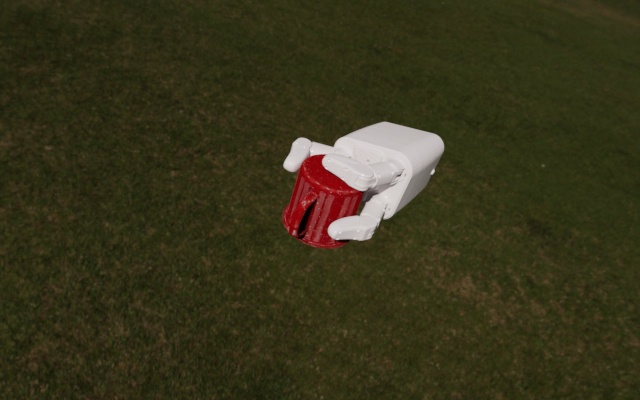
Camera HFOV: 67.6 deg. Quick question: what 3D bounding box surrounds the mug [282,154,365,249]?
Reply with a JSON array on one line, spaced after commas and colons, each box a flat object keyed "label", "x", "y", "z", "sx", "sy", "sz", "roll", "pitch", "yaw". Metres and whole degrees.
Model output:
[{"label": "mug", "x": -0.001, "y": 0.002, "z": 0.569, "sx": 0.093, "sy": 0.081, "sz": 0.117, "roll": 33, "pitch": 38, "yaw": 20}]
